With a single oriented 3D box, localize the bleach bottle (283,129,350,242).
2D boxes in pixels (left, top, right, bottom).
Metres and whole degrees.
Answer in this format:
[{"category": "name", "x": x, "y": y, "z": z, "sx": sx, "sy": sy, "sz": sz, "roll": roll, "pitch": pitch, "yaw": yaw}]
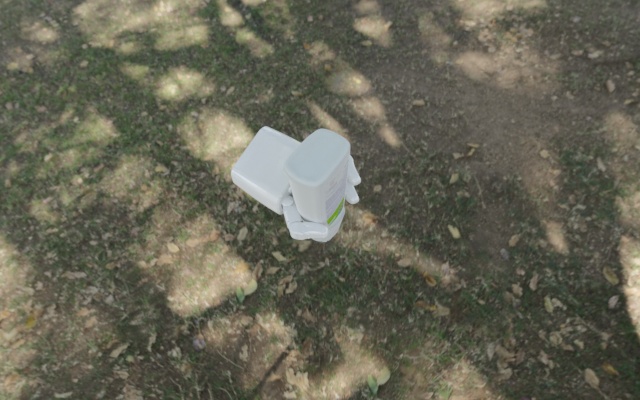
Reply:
[{"category": "bleach bottle", "x": 0.000, "y": 0.002, "z": 0.762, "sx": 0.068, "sy": 0.102, "sz": 0.251, "roll": 31, "pitch": -26, "yaw": 19}]
